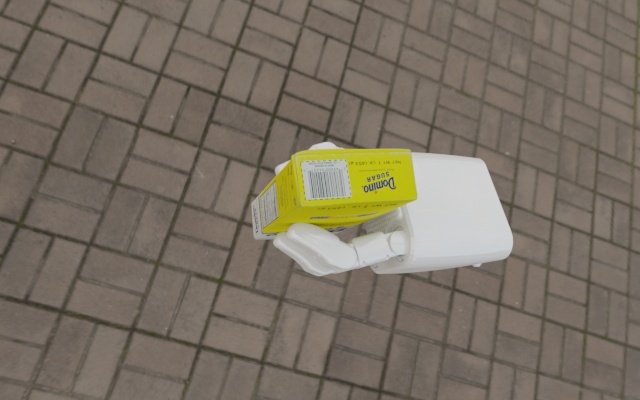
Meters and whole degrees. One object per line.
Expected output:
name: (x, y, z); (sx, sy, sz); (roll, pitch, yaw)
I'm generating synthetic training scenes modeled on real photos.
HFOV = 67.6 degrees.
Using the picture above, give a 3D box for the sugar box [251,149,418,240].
sugar box: (0.000, 0.002, 0.418); (0.093, 0.048, 0.176); (-3, -14, -18)
